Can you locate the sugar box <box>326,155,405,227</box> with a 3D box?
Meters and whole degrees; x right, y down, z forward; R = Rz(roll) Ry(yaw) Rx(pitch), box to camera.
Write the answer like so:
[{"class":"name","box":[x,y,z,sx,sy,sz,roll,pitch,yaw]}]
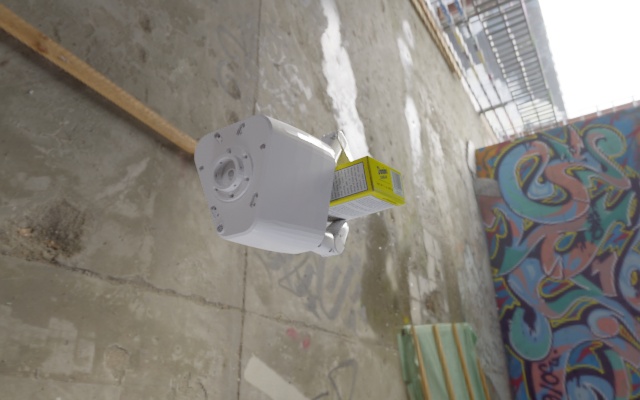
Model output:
[{"class":"sugar box","box":[0.000,0.001,0.555,0.176,0.048,0.093,-15,-17,28]}]
